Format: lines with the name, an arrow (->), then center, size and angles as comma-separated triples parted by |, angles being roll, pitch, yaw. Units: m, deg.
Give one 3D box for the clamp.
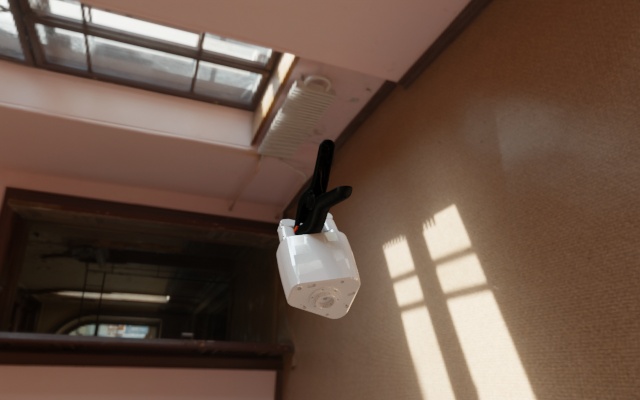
clamp -> -0.001, 0.002, 0.757 | 0.039, 0.171, 0.120 | 8, 33, -19
